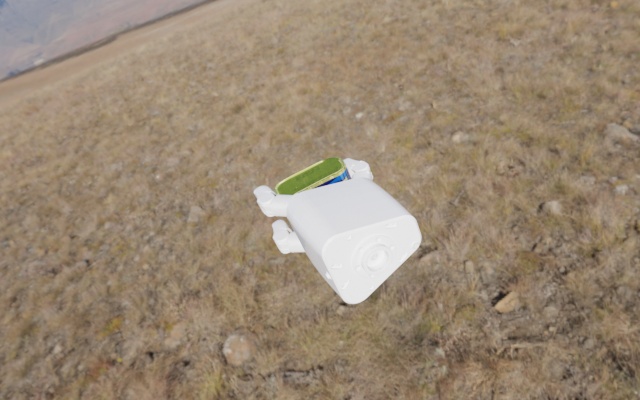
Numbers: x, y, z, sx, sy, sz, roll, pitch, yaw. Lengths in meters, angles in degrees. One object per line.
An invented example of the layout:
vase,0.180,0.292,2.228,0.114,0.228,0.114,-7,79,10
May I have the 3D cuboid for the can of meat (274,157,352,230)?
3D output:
can of meat,0.000,0.002,0.622,0.102,0.084,0.057,-28,31,-5
